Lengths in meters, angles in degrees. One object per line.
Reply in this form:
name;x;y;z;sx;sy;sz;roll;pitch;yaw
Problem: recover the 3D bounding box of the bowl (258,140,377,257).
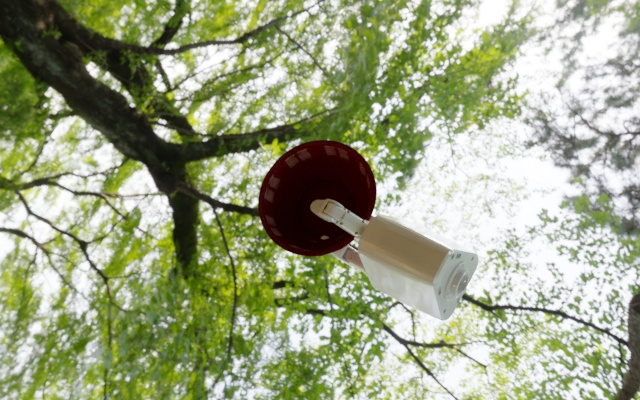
bowl;-0.001;0.001;0.647;0.162;0.162;0.055;0;-19;16
